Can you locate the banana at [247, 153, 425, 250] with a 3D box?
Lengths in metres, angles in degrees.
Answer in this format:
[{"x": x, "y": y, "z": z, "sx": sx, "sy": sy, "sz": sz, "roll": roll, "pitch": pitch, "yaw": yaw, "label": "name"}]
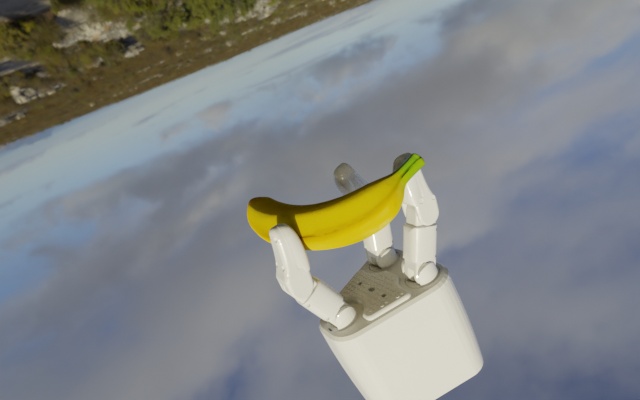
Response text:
[{"x": -0.006, "y": 0.012, "z": 0.397, "sx": 0.198, "sy": 0.037, "sz": 0.069, "roll": -11, "pitch": 31, "yaw": 41, "label": "banana"}]
